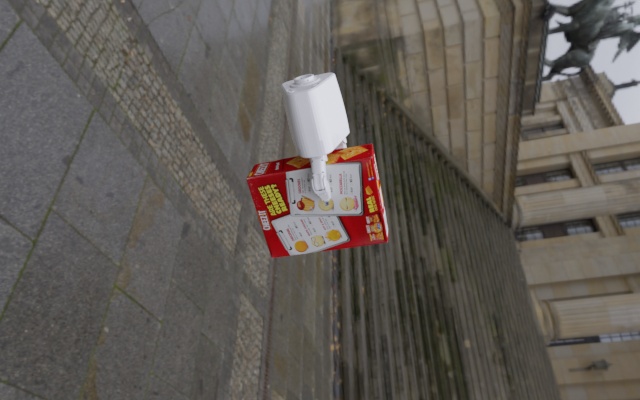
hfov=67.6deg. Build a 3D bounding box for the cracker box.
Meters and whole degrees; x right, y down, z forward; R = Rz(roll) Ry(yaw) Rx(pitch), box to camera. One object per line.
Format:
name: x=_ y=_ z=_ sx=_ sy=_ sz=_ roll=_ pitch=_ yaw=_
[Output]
cracker box: x=0.000 y=0.003 z=0.833 sx=0.214 sy=0.164 sz=0.072 roll=-9 pitch=25 yaw=11
